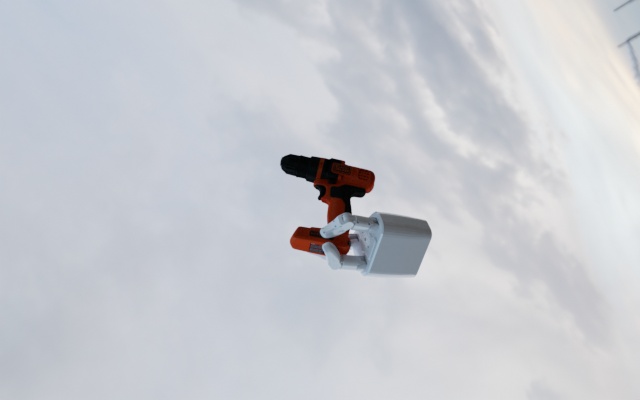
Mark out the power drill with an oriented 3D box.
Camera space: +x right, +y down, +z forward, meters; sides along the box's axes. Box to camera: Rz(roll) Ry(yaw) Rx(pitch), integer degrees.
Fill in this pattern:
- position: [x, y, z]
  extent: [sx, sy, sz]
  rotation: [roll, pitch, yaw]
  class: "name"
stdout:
- position: [0.000, 0.003, 0.875]
  extent: [0.184, 0.187, 0.057]
  rotation: [12, -29, 2]
  class: "power drill"
